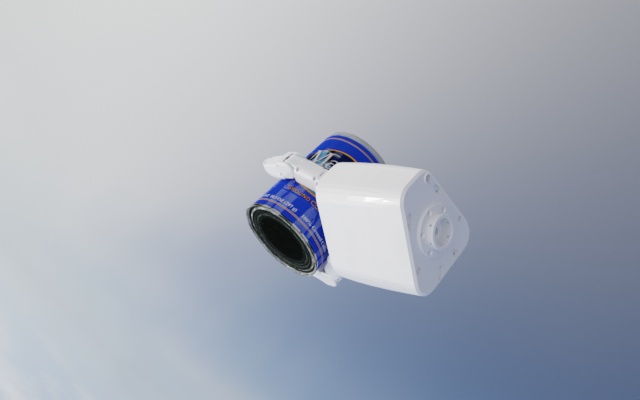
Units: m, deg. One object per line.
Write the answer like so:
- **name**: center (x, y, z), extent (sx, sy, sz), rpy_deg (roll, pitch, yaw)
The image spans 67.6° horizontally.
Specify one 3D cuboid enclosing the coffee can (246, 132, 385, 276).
- **coffee can**: center (0.000, 0.002, 0.550), extent (0.140, 0.103, 0.103), rpy_deg (-44, 25, -28)
